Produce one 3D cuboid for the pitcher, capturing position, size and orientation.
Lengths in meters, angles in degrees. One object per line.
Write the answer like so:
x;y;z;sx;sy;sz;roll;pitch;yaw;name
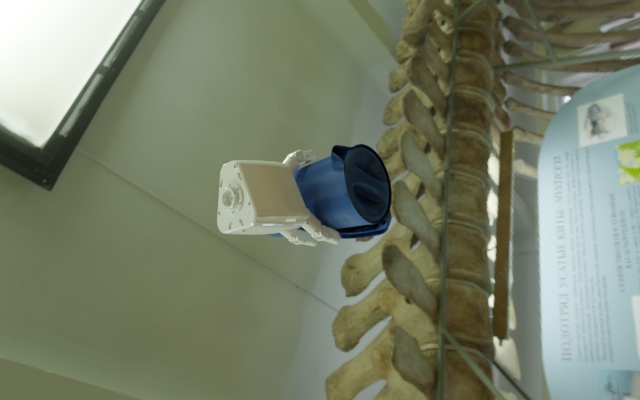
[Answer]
0.000;0.003;0.852;0.243;0.149;0.145;-15;-9;39;pitcher
